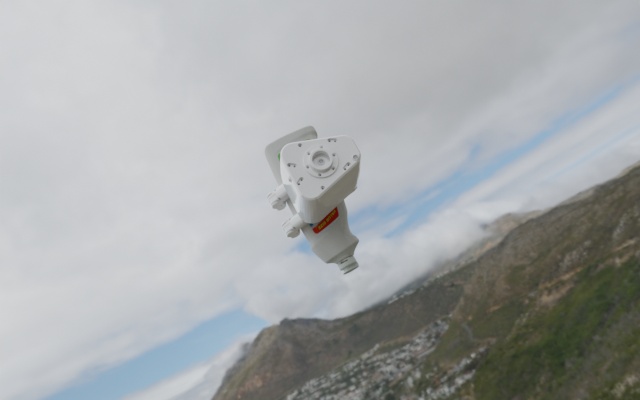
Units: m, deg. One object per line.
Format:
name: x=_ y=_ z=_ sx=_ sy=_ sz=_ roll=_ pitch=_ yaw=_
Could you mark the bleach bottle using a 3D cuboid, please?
bleach bottle: x=0.000 y=0.003 z=0.802 sx=0.102 sy=0.250 sz=0.068 roll=-26 pitch=-16 yaw=-8
